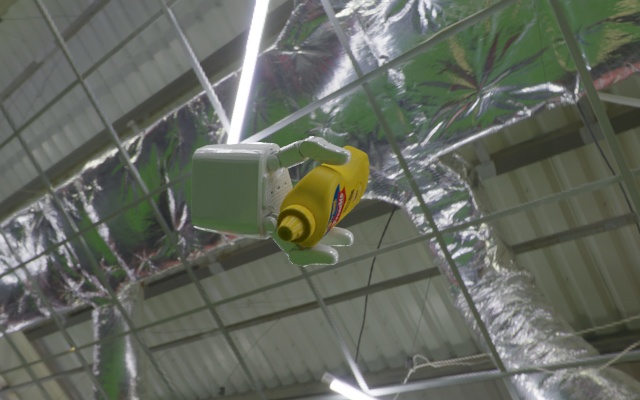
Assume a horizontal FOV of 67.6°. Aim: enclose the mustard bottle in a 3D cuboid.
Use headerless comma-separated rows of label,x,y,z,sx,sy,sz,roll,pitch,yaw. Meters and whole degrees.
mustard bottle,0.001,0.002,0.568,0.058,0.096,0.191,27,28,13
